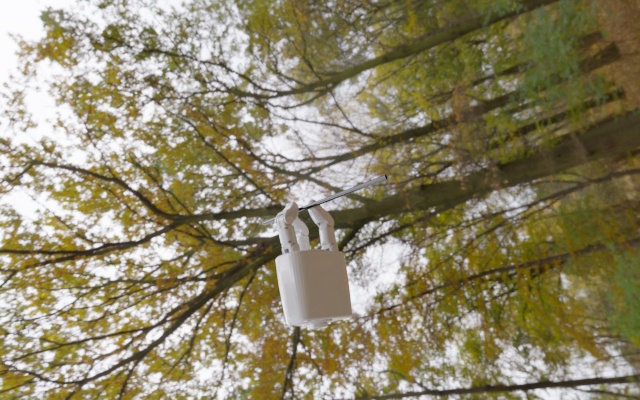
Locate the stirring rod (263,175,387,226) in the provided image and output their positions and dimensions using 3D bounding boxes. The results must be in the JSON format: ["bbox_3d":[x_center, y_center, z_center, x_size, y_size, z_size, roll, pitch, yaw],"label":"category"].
[{"bbox_3d":[0.000,0.003,0.769,0.239,0.011,0.011,-21,-11,30],"label":"stirring rod"}]
